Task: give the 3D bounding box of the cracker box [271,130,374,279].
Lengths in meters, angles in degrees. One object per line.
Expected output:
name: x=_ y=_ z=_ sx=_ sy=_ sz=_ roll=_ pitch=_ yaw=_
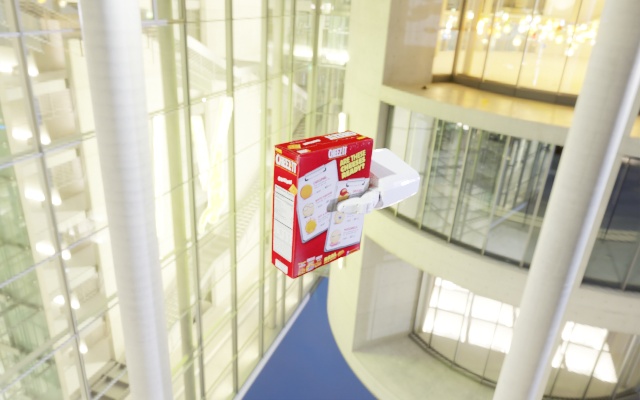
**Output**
cracker box: x=0.000 y=0.003 z=0.794 sx=0.164 sy=0.214 sz=0.072 roll=-18 pitch=32 yaw=-39
